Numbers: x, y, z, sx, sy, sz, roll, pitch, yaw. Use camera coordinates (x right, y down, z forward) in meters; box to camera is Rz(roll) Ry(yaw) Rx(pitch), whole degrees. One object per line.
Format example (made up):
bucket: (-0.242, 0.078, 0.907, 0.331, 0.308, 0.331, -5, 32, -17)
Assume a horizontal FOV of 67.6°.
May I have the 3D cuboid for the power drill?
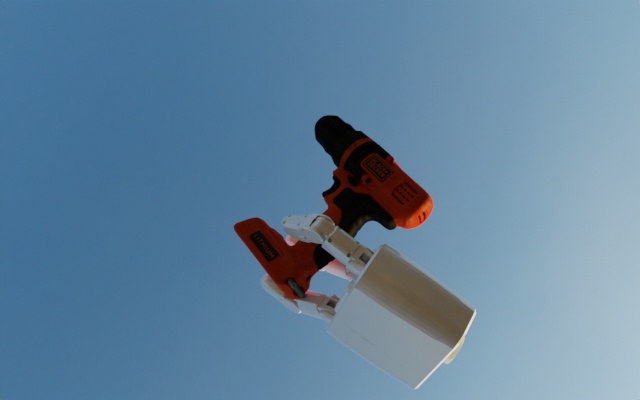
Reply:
power drill: (0.000, 0.002, 0.530, 0.184, 0.187, 0.057, 47, -7, 34)
